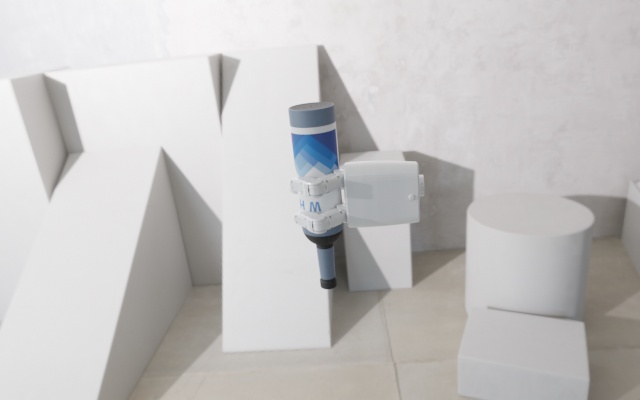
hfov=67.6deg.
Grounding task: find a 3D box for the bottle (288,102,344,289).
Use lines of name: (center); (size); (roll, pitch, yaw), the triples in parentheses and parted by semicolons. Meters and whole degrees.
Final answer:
bottle: (0.000, 0.002, 0.733); (0.069, 0.296, 0.069); (-5, 21, 2)
